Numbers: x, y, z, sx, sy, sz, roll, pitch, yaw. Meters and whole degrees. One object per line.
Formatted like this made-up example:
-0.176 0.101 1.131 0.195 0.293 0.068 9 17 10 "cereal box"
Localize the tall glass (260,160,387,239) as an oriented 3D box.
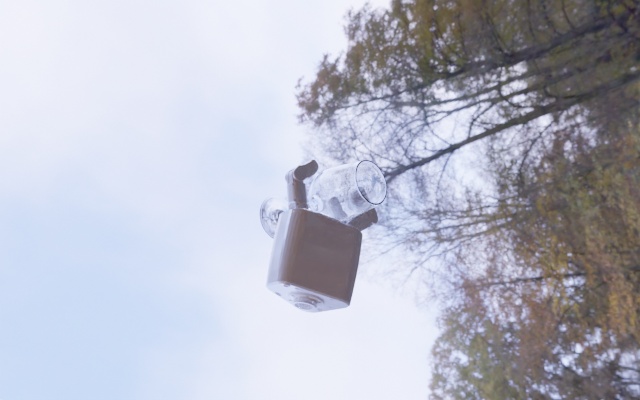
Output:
0.000 0.002 0.690 0.079 0.079 0.201 0 -16 -44 "tall glass"
